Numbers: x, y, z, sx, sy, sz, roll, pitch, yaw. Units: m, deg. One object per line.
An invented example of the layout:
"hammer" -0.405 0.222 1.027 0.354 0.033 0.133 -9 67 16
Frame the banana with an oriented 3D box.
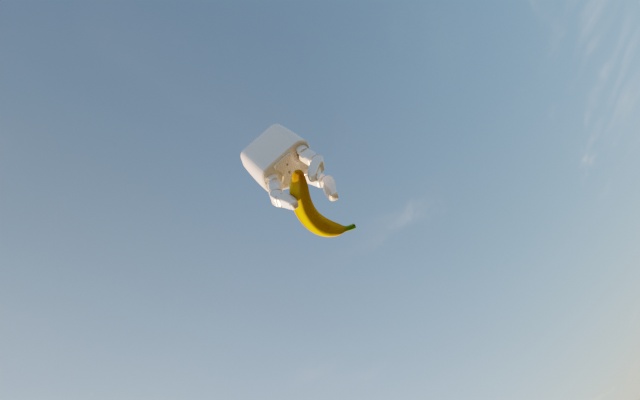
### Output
"banana" -0.011 0.018 0.882 0.198 0.069 0.037 44 0 -42
